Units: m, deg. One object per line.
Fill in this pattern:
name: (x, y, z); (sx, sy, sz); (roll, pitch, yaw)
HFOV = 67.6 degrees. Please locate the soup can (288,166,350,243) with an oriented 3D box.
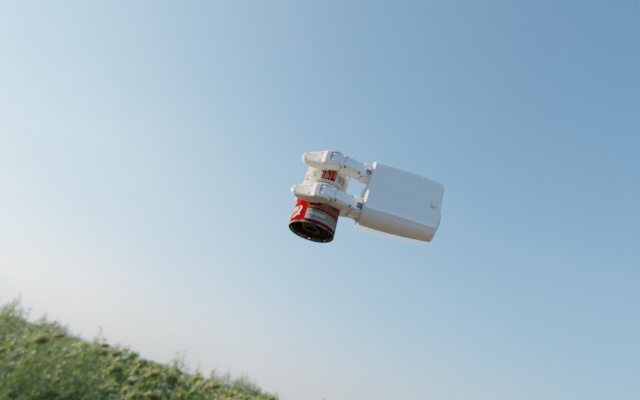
soup can: (0.000, 0.002, 0.704); (0.068, 0.102, 0.068); (14, -25, 7)
